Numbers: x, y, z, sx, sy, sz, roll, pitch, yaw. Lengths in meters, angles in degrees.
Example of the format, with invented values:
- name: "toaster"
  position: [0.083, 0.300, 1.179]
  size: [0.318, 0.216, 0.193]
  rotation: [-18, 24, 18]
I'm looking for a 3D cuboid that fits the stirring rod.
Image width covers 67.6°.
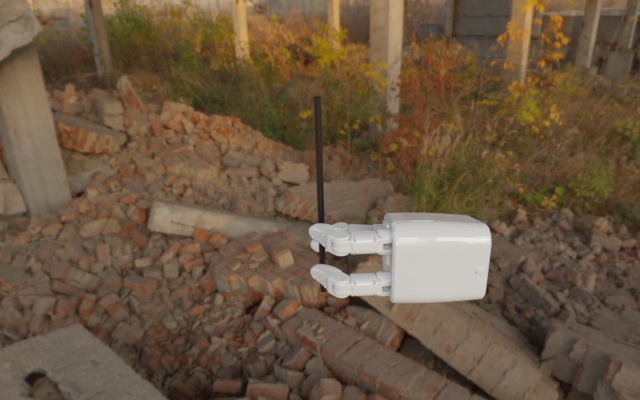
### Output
- name: "stirring rod"
  position: [0.000, 0.002, 0.552]
  size: [0.011, 0.240, 0.011]
  rotation: [-2, 23, 1]
